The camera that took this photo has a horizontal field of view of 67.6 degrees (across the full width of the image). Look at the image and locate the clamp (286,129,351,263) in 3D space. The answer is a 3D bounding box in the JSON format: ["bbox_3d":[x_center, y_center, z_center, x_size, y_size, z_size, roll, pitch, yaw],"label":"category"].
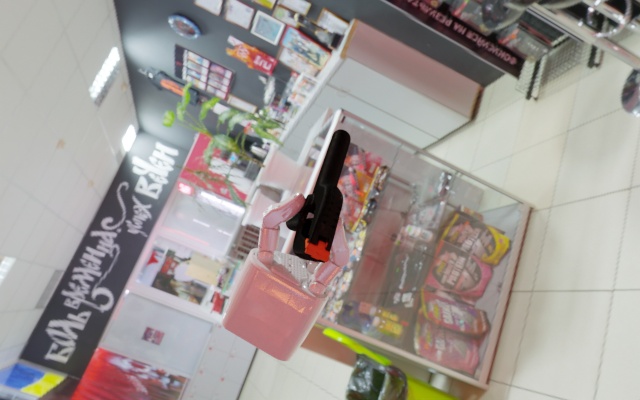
[{"bbox_3d":[-0.001,0.002,0.584,0.036,0.164,0.210,24,16,-11],"label":"clamp"}]
